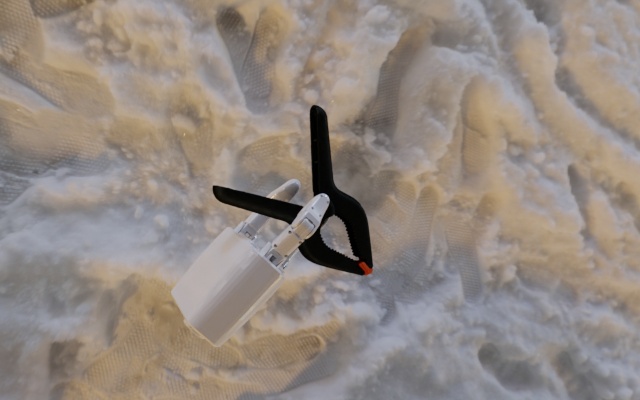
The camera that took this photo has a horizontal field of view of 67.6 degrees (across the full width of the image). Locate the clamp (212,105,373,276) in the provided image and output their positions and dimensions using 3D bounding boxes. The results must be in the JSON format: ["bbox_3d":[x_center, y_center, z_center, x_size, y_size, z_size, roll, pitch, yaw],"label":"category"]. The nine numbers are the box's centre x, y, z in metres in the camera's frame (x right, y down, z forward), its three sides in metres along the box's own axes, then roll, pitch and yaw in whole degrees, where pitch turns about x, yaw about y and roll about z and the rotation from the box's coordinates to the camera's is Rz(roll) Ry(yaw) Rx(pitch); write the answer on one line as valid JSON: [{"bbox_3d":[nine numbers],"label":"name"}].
[{"bbox_3d":[0.001,0.002,0.574,0.210,0.164,0.036,45,-12,-14],"label":"clamp"}]
